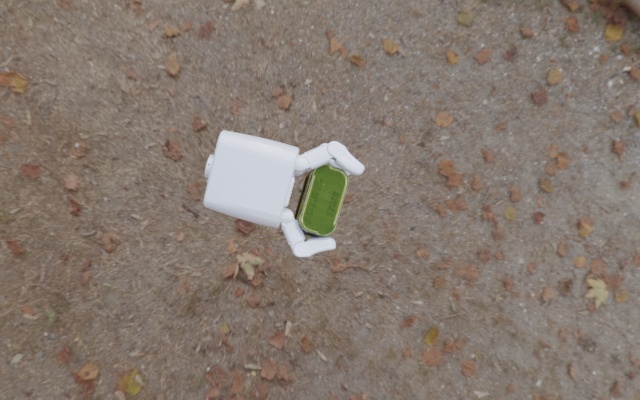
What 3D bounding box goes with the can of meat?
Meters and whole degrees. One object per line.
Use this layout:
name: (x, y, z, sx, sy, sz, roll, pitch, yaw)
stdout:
can of meat: (0.000, 0.002, 0.681, 0.057, 0.102, 0.084, 17, -6, -5)
